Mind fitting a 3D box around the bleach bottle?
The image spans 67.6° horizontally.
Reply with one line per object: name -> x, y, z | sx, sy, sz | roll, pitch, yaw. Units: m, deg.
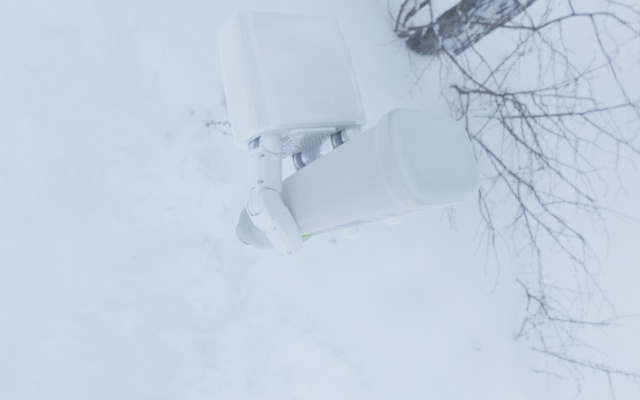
bleach bottle -> 0.000, 0.001, 0.411 | 0.102, 0.068, 0.251 | -3, -13, -44
